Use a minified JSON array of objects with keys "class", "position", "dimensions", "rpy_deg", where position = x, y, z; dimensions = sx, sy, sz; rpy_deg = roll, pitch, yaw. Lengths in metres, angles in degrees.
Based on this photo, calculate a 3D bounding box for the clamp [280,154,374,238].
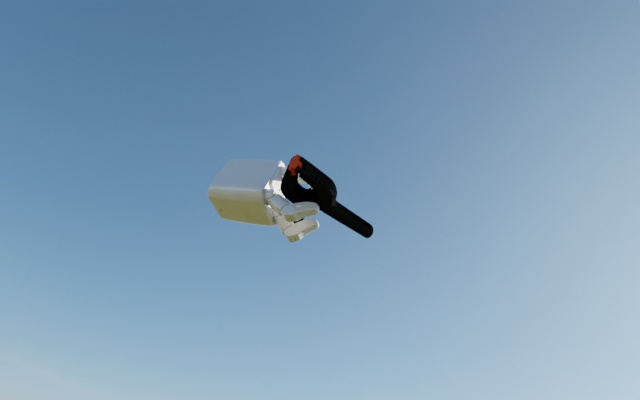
[{"class":"clamp","position":[0.000,0.002,0.800],"dimensions":[0.164,0.036,0.210],"rpy_deg":[5,-34,16]}]
